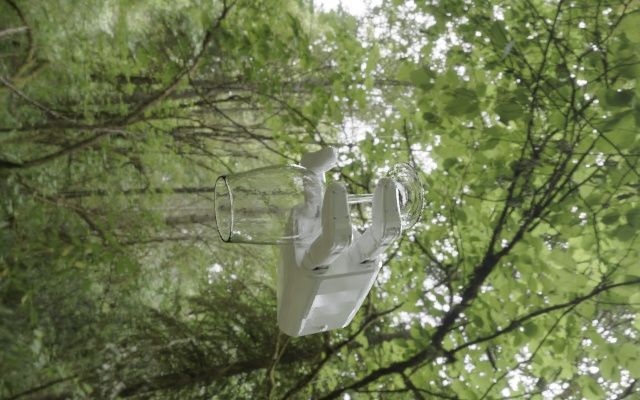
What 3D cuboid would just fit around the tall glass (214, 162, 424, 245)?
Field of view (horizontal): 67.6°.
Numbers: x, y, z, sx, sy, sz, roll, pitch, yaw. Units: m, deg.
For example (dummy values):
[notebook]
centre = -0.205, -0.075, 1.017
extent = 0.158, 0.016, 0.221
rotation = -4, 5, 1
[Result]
[tall glass]
centre = 0.001, 0.001, 0.477
extent = 0.201, 0.079, 0.079
rotation = -4, 2, -26
